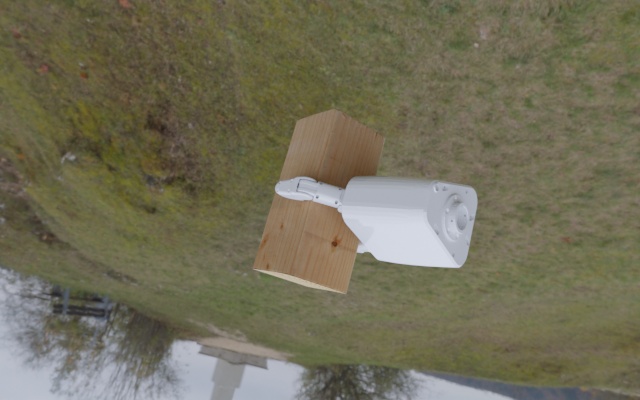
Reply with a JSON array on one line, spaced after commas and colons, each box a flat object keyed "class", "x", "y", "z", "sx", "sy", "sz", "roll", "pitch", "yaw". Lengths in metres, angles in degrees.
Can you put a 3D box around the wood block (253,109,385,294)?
[{"class": "wood block", "x": 0.000, "y": 0.002, "z": 0.606, "sx": 0.091, "sy": 0.206, "sz": 0.090, "roll": 24, "pitch": -16, "yaw": -33}]
